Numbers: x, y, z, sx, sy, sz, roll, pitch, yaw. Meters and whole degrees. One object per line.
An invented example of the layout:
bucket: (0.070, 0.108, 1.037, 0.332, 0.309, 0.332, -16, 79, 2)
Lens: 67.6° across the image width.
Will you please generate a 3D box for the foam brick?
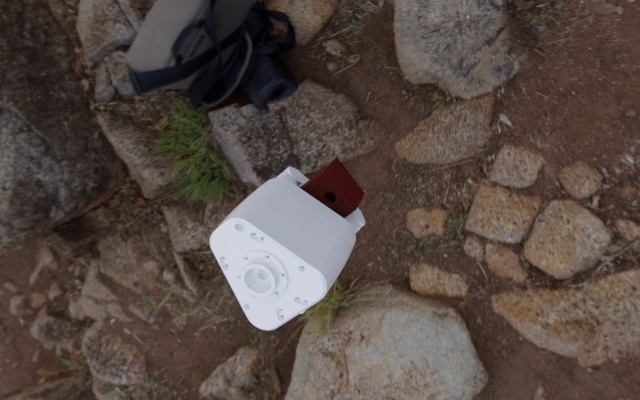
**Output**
foam brick: (0.000, 0.001, 0.522, 0.078, 0.053, 0.051, -38, 7, 25)
